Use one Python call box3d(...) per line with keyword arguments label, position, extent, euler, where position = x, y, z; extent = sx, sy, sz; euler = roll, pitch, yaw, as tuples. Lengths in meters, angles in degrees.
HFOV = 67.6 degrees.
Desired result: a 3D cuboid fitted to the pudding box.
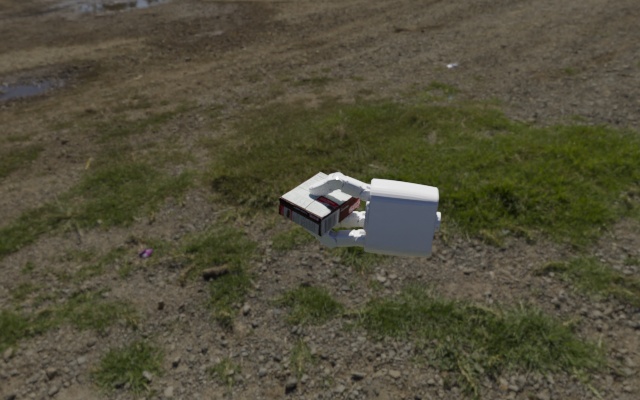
box3d(label="pudding box", position=(0.000, 0.002, 0.788), extent=(0.090, 0.039, 0.113), euler=(26, 38, 28))
